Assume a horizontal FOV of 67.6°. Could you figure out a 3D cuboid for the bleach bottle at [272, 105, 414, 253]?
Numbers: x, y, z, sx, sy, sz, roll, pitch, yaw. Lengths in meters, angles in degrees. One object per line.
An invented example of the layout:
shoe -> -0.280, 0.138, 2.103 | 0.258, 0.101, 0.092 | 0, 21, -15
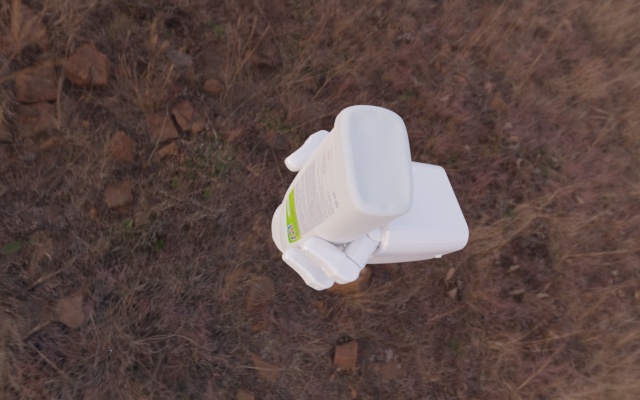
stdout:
bleach bottle -> 0.000, 0.002, 0.501 | 0.068, 0.102, 0.251 | 2, -17, -23
